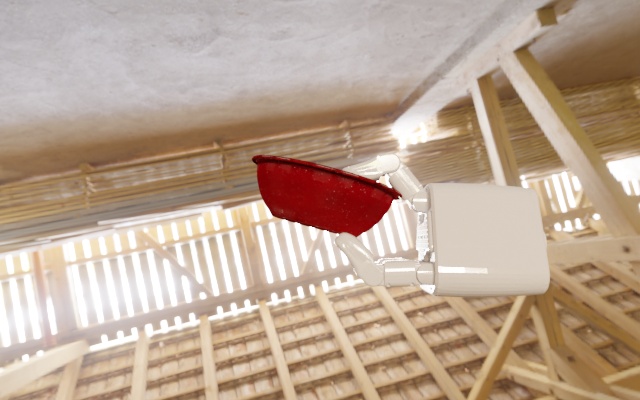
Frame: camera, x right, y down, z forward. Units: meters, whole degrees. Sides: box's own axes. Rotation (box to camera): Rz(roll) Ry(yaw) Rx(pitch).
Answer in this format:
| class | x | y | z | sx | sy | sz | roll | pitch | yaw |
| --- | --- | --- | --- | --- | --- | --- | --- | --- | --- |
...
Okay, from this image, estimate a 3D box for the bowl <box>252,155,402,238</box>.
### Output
| class | x | y | z | sx | sy | sz | roll | pitch | yaw |
| --- | --- | --- | --- | --- | --- | --- | --- | --- | --- |
| bowl | -0.001 | 0.002 | 0.499 | 0.162 | 0.055 | 0.162 | 15 | -4 | 1 |
